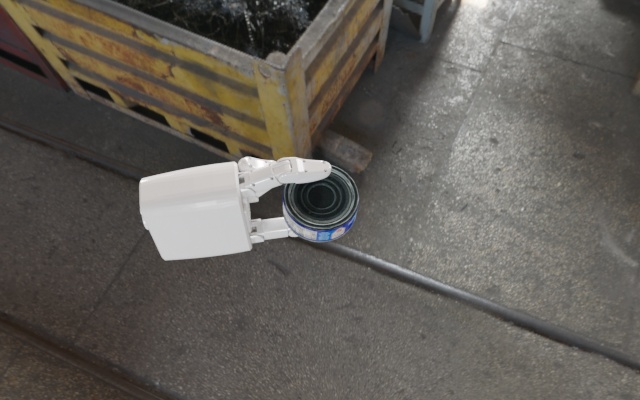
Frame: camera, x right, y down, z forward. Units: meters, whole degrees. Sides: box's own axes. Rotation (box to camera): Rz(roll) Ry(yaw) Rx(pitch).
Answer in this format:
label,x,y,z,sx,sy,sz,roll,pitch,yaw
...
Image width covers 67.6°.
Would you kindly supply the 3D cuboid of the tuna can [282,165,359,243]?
label,x,y,z,sx,sy,sz,roll,pitch,yaw
tuna can,0.000,0.001,0.536,0.086,0.086,0.034,0,-29,-4
